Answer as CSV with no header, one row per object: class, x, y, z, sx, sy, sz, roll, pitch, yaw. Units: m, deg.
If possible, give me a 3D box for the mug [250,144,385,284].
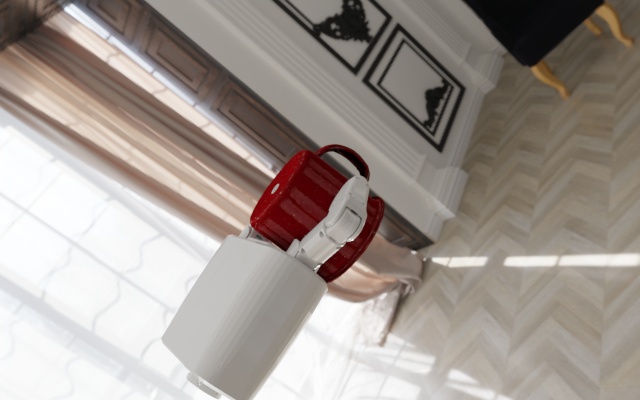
mug,0.001,0.000,0.413,0.081,0.117,0.093,37,-19,-14
